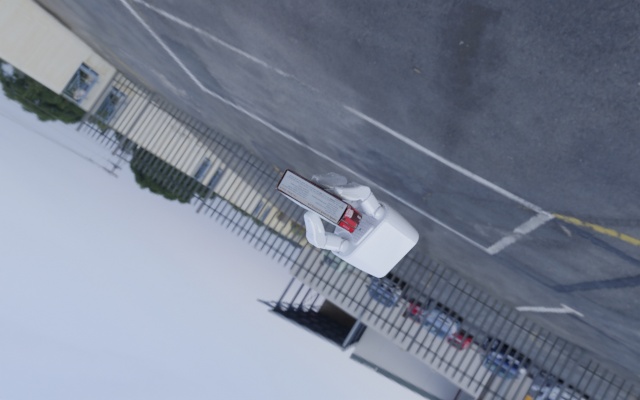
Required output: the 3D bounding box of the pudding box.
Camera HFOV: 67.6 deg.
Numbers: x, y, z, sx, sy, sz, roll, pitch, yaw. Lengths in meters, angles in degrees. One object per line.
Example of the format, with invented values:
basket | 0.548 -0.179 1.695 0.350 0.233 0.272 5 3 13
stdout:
pudding box | 0.000 0.002 0.703 0.113 0.039 0.090 28 -3 20
